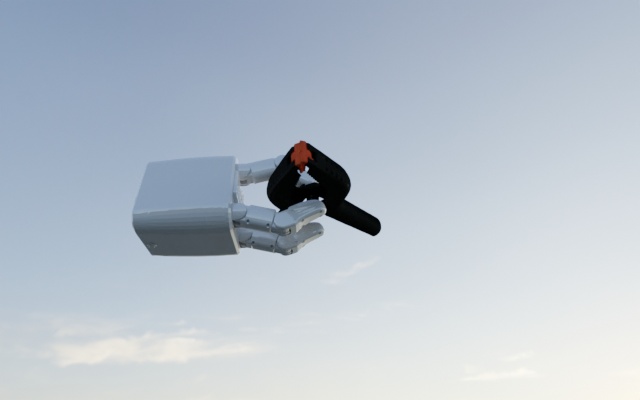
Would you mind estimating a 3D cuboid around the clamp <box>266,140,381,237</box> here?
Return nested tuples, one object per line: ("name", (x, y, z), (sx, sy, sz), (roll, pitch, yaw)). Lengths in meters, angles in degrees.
("clamp", (0.000, 0.001, 0.566), (0.164, 0.036, 0.210), (-5, -30, -4))
